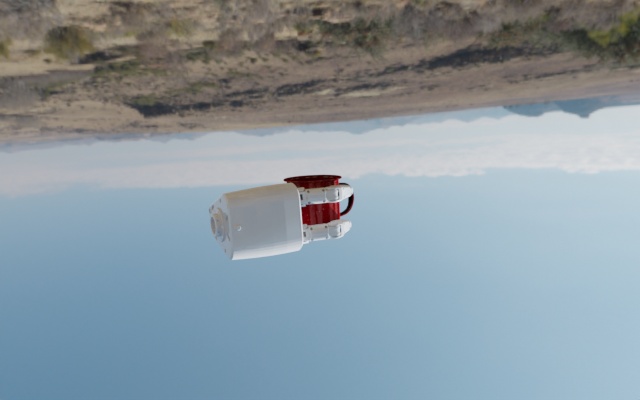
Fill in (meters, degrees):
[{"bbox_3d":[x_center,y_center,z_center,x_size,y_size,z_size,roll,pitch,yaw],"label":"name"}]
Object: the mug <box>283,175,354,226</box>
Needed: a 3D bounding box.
[{"bbox_3d":[0.001,0.003,0.766,0.117,0.081,0.093,-7,9,-25],"label":"mug"}]
